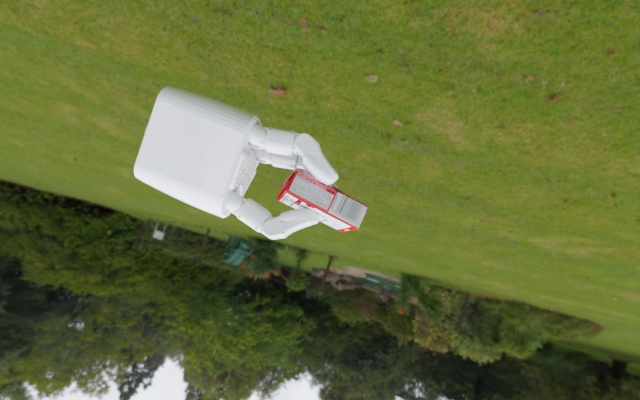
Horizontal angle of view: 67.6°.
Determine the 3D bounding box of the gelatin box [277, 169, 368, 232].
[{"bbox_3d":[0.000,0.002,0.524,0.089,0.030,0.073,28,-11,-7],"label":"gelatin box"}]
